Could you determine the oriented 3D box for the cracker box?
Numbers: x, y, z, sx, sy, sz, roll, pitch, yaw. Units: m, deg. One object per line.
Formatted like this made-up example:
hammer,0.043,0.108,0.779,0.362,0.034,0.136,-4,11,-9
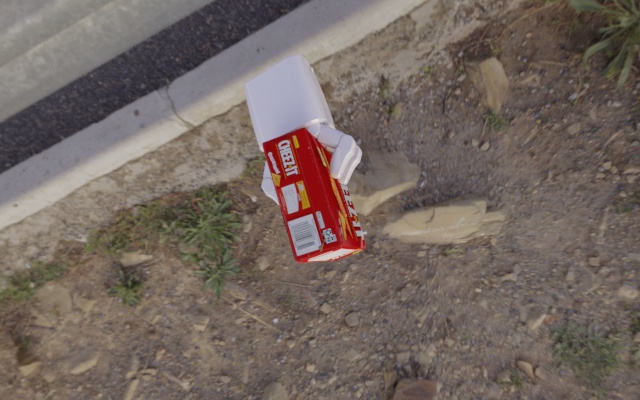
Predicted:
cracker box,0.000,0.002,0.698,0.072,0.164,0.214,-19,-10,11
